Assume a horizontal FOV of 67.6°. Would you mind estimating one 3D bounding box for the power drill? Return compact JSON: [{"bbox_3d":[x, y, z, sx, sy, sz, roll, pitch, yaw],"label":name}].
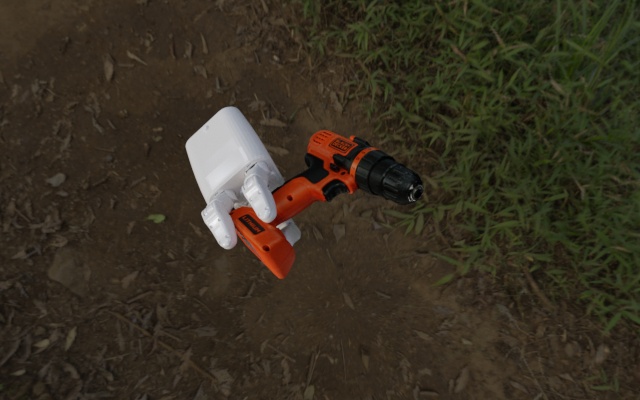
[{"bbox_3d":[0.000,0.002,0.550,0.187,0.057,0.184,-39,39,-16],"label":"power drill"}]
